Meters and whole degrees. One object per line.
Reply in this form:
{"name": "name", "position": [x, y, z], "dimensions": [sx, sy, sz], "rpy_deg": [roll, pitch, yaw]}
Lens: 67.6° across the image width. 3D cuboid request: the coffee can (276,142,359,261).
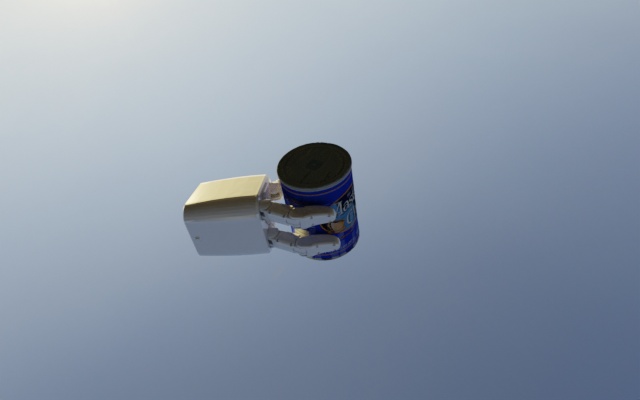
{"name": "coffee can", "position": [0.000, 0.002, 0.689], "dimensions": [0.103, 0.140, 0.102], "rpy_deg": [-6, 41, 5]}
